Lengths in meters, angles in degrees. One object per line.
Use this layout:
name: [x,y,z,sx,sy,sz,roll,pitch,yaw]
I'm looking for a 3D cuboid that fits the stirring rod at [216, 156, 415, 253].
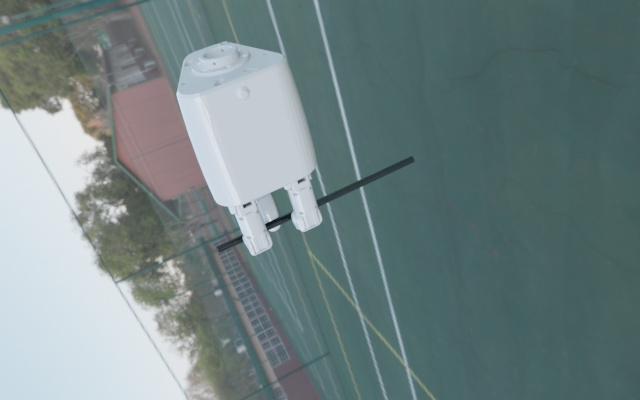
stirring rod: [0.000,0.002,0.520,0.239,0.011,0.011,-25,6,-14]
